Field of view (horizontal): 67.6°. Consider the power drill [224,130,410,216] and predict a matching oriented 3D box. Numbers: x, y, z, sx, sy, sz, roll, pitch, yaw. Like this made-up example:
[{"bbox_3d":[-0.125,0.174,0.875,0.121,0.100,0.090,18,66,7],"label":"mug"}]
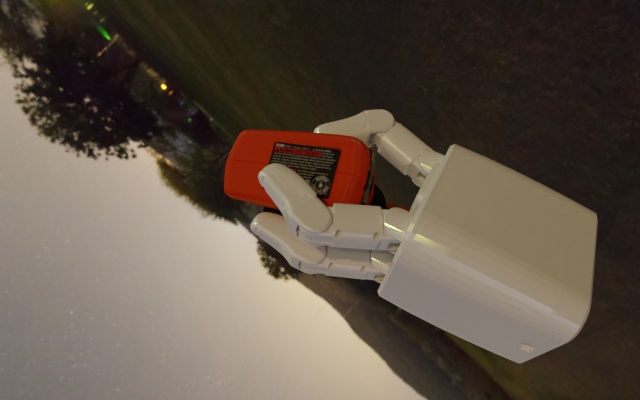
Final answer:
[{"bbox_3d":[0.000,0.001,0.406,0.184,0.057,0.188,6,-13,24],"label":"power drill"}]
